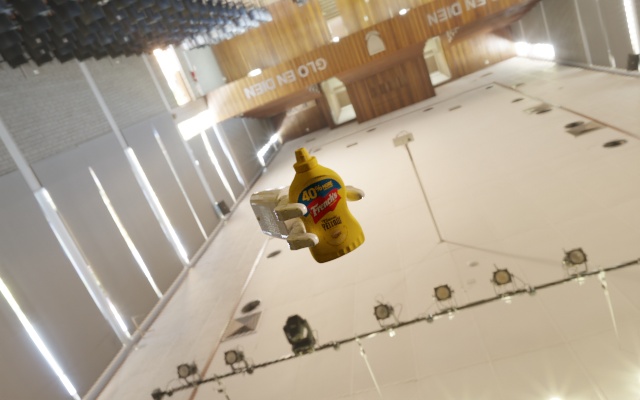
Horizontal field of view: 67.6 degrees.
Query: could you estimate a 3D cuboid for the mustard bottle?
[{"bbox_3d":[0.000,0.003,0.796,0.096,0.192,0.058,-24,17,-8],"label":"mustard bottle"}]
